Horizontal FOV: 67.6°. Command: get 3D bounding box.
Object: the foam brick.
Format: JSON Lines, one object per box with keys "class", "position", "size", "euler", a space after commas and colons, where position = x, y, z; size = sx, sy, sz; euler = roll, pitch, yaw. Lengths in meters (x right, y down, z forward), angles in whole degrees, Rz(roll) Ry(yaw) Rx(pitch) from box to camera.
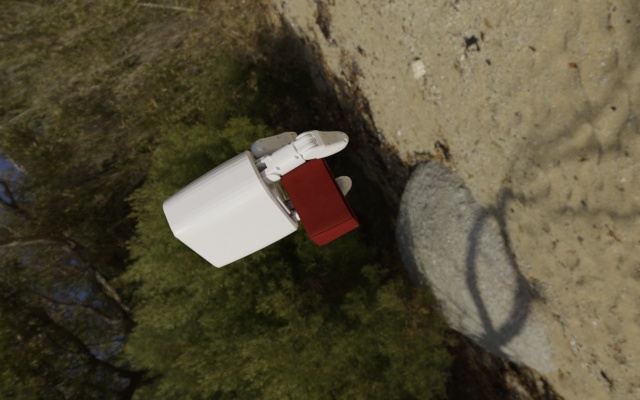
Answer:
{"class": "foam brick", "position": [0.000, 0.002, 0.509], "size": [0.051, 0.078, 0.053], "euler": [-29, -18, 2]}
